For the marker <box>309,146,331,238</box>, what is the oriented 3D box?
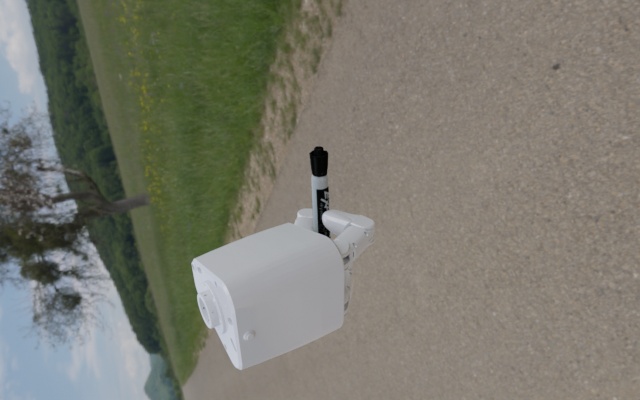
[{"bbox_3d":[0.000,0.002,0.496,0.020,0.121,0.020,-1,28,1],"label":"marker"}]
